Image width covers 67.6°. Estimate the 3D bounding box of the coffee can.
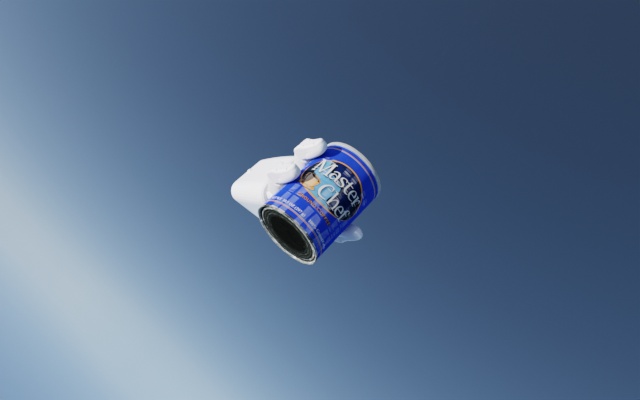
[{"bbox_3d":[0.000,0.002,0.650,0.140,0.103,0.103,-44,23,-26],"label":"coffee can"}]
